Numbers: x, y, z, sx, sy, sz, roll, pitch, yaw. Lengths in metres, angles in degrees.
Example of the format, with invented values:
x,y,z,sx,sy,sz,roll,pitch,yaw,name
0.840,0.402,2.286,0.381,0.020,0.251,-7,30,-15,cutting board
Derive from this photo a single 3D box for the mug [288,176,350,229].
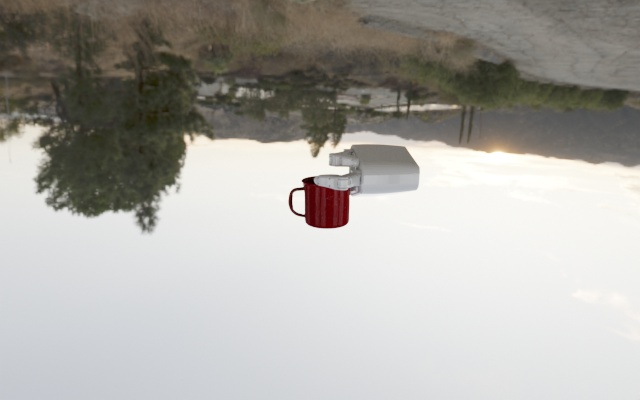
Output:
x,y,z,sx,sy,sz,roll,pitch,yaw,name
-0.001,0.003,0.861,0.117,0.081,0.093,-2,14,-7,mug
